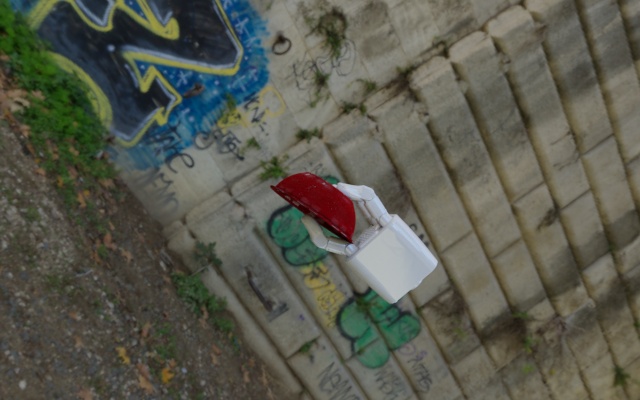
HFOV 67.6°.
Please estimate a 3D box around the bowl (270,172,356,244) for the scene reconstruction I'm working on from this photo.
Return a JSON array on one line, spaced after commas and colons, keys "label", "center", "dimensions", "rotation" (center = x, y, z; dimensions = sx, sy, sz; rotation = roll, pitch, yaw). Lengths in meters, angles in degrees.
[{"label": "bowl", "center": [-0.001, 0.001, 0.761], "dimensions": [0.162, 0.055, 0.162], "rotation": [34, -5, 4]}]
